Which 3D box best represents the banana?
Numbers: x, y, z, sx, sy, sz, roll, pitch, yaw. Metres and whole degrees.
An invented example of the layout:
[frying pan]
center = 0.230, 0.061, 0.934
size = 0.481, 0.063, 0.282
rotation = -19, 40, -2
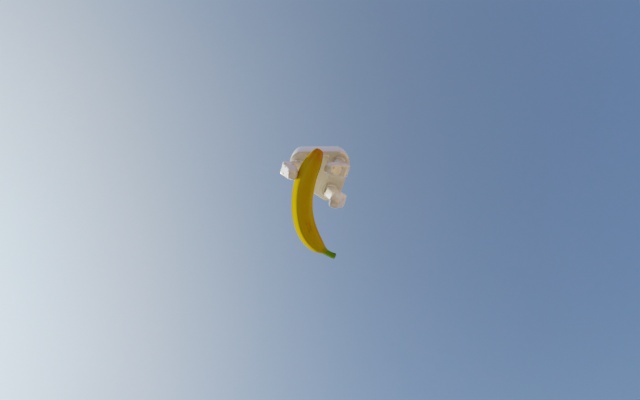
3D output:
[banana]
center = -0.018, 0.008, 0.841
size = 0.069, 0.198, 0.037
rotation = -7, 13, 4
